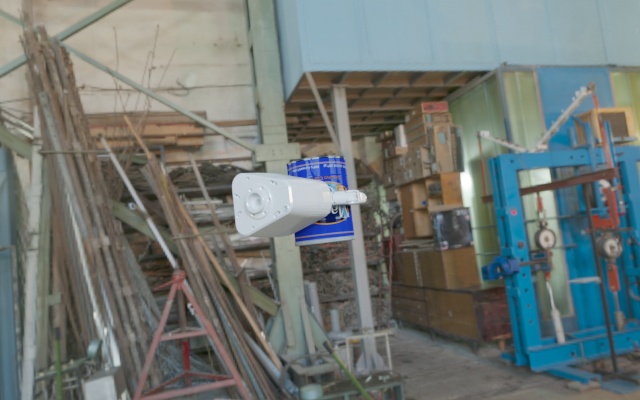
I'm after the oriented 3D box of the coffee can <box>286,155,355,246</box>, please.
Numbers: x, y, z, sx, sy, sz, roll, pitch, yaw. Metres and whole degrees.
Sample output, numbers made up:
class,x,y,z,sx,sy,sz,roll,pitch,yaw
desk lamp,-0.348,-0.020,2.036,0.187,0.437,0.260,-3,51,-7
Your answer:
class,x,y,z,sx,sy,sz,roll,pitch,yaw
coffee can,0.000,0.003,0.810,0.103,0.140,0.103,-7,-5,-1
